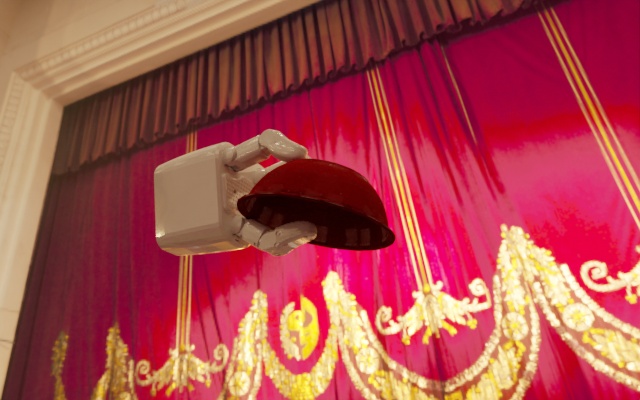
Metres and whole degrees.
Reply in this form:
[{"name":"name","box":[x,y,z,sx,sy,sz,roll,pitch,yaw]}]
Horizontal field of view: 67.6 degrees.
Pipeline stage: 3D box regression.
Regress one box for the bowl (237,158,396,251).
[{"name":"bowl","box":[0.001,0.001,0.486,0.162,0.055,0.162,12,-18,4]}]
